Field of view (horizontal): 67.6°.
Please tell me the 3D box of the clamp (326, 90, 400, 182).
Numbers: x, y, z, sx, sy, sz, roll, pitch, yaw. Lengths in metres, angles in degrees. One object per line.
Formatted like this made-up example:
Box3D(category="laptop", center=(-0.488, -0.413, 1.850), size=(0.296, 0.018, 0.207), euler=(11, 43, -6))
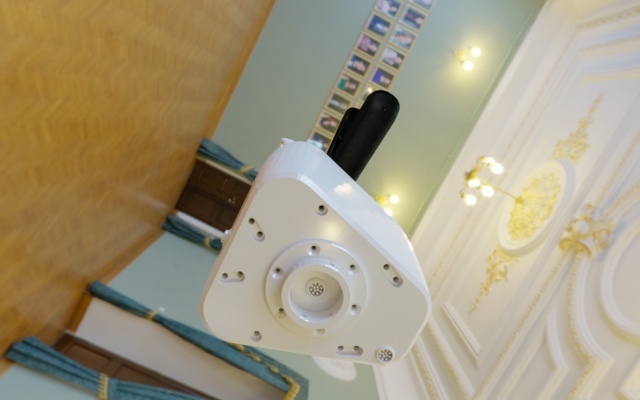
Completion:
Box3D(category="clamp", center=(0.001, 0.002, 0.420), size=(0.036, 0.210, 0.164), euler=(27, 11, -5))
